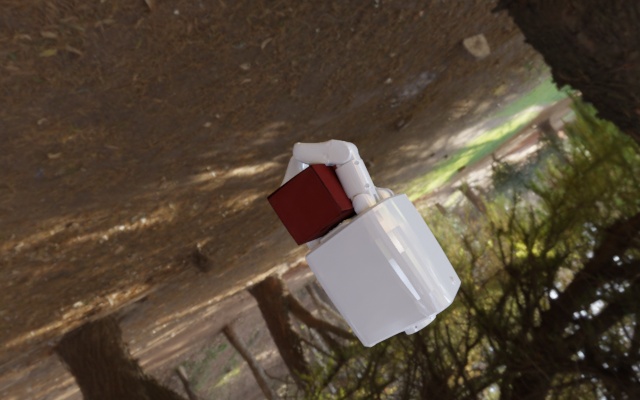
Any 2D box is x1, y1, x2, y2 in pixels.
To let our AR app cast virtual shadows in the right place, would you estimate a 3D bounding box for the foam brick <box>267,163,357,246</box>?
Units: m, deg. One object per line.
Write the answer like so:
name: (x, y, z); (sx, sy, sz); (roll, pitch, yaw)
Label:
foam brick: (0.000, 0.001, 0.437); (0.053, 0.051, 0.078); (-36, -9, 21)
